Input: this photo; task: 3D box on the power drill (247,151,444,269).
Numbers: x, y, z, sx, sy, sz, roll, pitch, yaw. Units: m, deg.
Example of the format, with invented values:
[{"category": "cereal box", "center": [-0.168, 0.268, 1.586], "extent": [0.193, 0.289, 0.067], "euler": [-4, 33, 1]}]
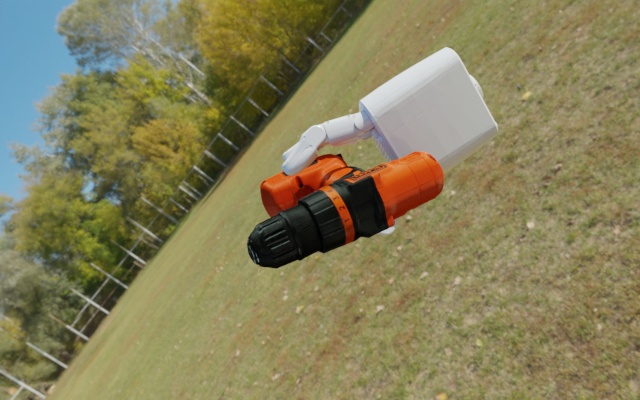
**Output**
[{"category": "power drill", "center": [0.000, 0.001, 0.470], "extent": [0.184, 0.057, 0.187], "euler": [-22, 15, -18]}]
